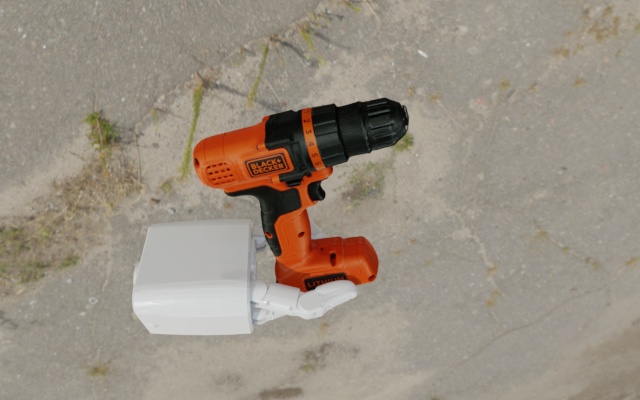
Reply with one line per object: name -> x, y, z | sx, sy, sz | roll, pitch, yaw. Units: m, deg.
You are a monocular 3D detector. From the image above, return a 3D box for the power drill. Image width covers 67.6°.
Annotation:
power drill -> 0.000, 0.002, 0.442 | 0.184, 0.188, 0.057 | -11, 36, 11
